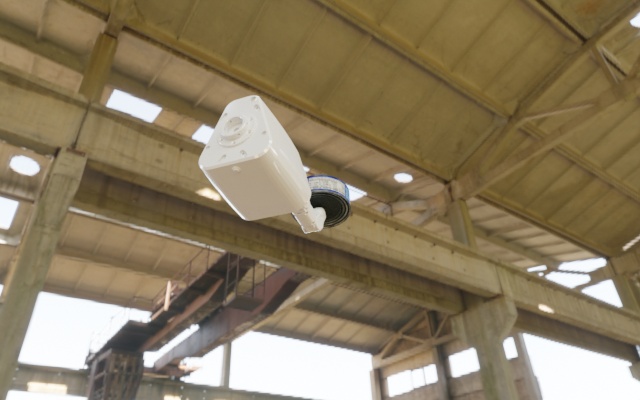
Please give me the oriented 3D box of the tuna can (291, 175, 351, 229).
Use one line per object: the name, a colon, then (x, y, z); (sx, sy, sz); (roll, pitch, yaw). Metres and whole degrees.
tuna can: (0.000, 0.002, 0.682); (0.086, 0.033, 0.086); (0, -39, 0)
